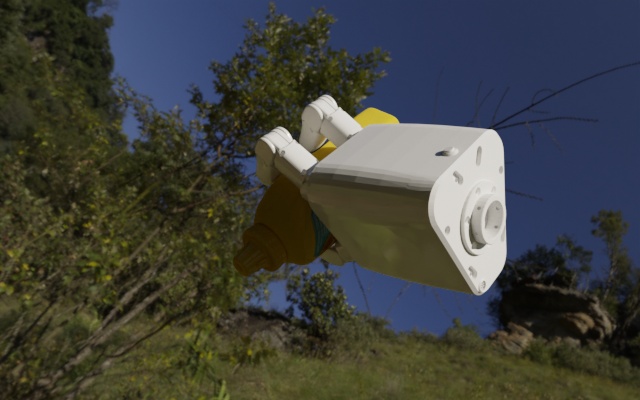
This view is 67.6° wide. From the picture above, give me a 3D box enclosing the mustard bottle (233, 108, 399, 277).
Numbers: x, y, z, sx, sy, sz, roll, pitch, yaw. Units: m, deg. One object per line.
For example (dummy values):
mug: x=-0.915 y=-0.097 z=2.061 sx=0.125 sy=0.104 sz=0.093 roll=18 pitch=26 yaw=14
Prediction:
mustard bottle: x=0.000 y=0.001 z=0.422 sx=0.058 sy=0.096 sz=0.191 roll=31 pitch=53 yaw=28
